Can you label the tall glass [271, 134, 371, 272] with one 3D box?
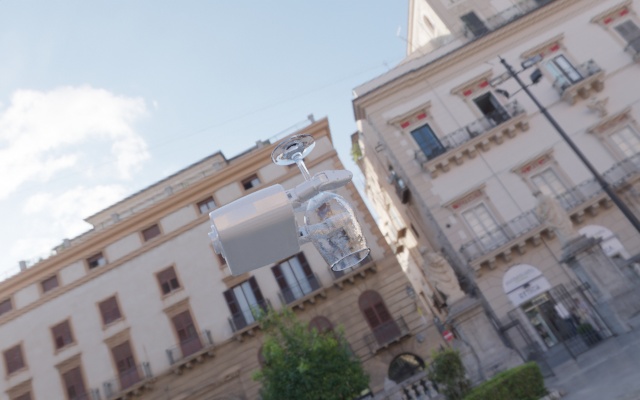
[{"bbox_3d":[0.000,0.002,0.701,0.079,0.201,0.079,-24,-23,-11],"label":"tall glass"}]
